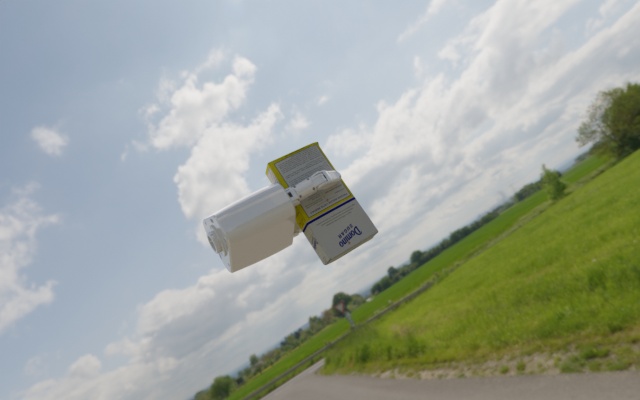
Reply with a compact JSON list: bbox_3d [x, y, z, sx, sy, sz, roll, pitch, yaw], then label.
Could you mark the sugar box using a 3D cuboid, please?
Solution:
[{"bbox_3d":[0.000,0.003,0.732,0.093,0.176,0.048,-27,-12,-22],"label":"sugar box"}]
